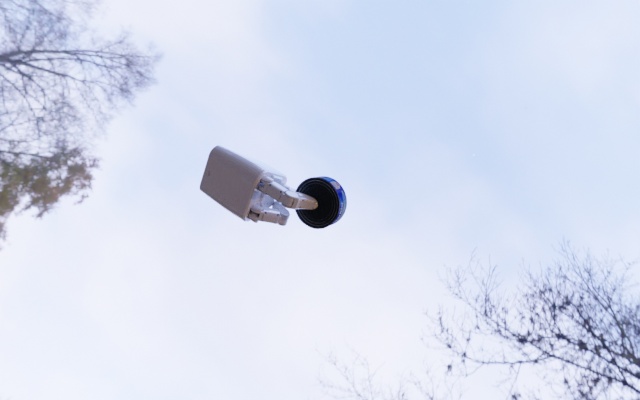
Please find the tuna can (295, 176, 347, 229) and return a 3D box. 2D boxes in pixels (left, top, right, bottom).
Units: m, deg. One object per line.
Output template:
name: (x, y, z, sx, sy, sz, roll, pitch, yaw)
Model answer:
tuna can: (0.000, 0.003, 0.794, 0.086, 0.086, 0.034, 0, 8, 28)
